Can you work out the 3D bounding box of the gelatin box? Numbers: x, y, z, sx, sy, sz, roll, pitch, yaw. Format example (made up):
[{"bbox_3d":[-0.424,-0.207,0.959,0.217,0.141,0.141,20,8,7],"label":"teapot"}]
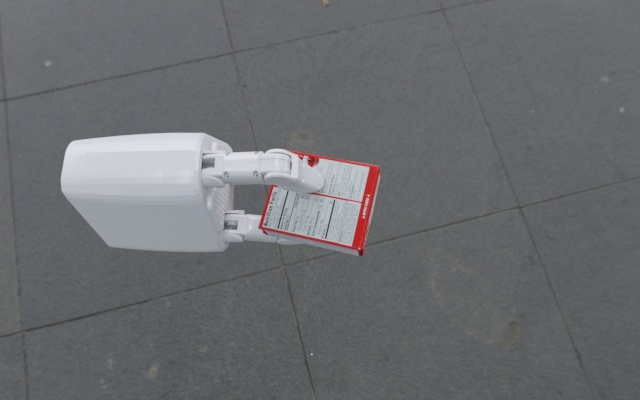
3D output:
[{"bbox_3d":[0.000,0.001,0.404,0.089,0.073,0.030,11,-16,11],"label":"gelatin box"}]
